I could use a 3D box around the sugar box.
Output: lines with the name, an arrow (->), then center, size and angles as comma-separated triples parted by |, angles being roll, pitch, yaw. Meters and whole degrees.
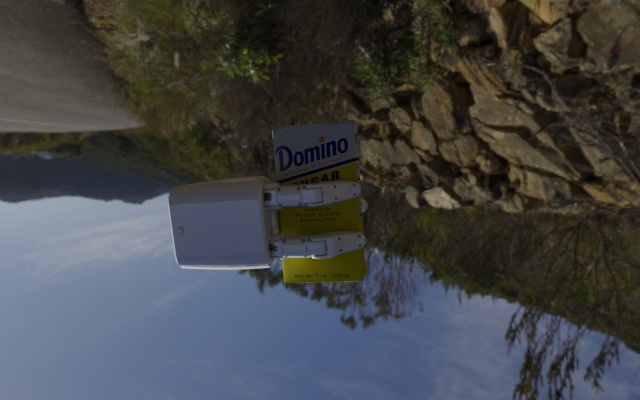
sugar box -> 0.000, 0.002, 0.538 | 0.093, 0.176, 0.048 | -4, 8, 10
